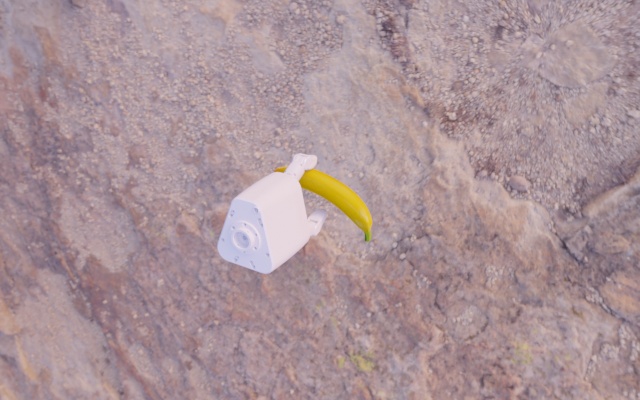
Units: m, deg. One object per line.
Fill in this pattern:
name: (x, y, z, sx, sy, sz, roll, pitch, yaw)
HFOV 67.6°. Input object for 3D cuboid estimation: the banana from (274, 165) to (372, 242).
banana: (0.011, -0.009, 0.772, 0.198, 0.070, 0.037, 37, 35, 6)
